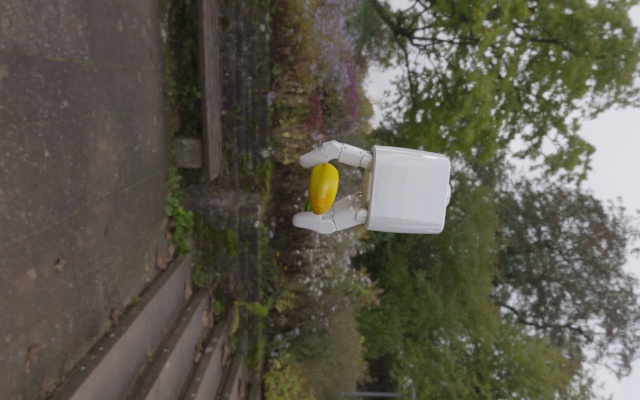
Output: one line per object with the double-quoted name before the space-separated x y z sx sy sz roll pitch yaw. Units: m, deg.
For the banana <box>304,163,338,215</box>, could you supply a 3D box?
"banana" 0.003 -0.016 0.631 0.037 0.069 0.198 9 -1 -3
